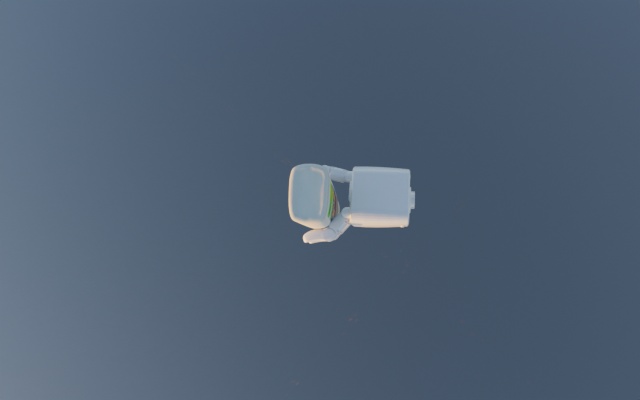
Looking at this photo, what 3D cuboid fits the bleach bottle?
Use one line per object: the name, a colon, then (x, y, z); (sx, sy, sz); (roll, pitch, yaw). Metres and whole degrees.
bleach bottle: (0.000, 0.003, 0.896); (0.068, 0.102, 0.251); (2, -6, 10)
